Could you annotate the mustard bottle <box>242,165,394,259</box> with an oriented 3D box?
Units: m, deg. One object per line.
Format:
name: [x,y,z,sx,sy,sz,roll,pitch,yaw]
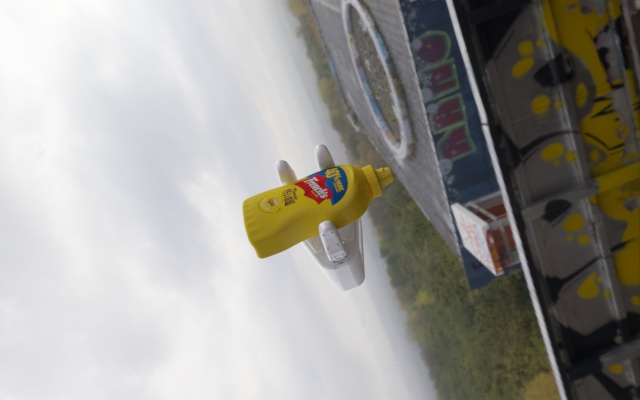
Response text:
mustard bottle: [0.000,0.002,0.599,0.191,0.058,0.096,-21,35,1]
